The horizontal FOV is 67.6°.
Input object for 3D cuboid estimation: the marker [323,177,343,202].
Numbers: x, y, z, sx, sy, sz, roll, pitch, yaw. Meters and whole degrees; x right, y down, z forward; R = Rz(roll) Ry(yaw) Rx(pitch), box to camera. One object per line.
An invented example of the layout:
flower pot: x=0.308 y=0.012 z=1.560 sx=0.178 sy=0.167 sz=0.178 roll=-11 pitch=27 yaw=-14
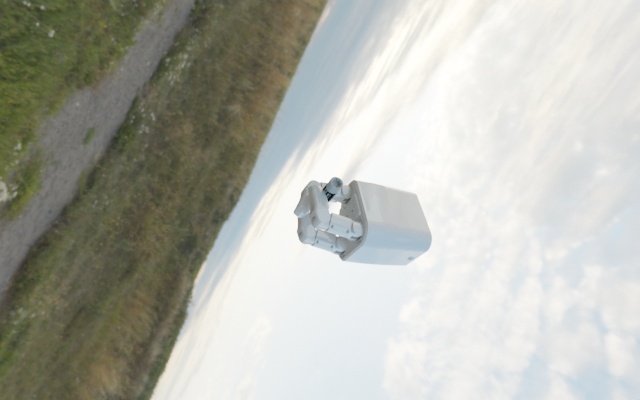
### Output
marker: x=0.000 y=0.002 z=0.674 sx=0.020 sy=0.020 sz=0.121 roll=0 pitch=-25 yaw=-23
